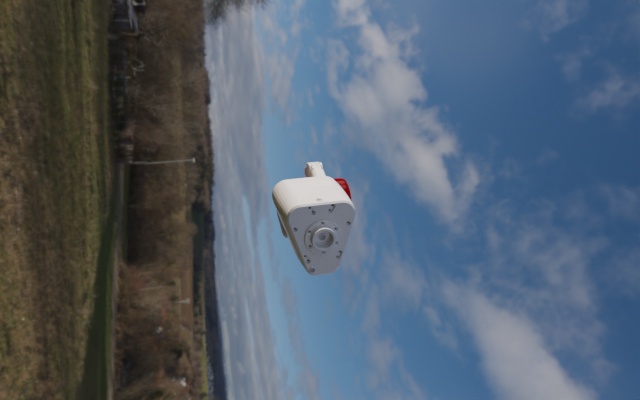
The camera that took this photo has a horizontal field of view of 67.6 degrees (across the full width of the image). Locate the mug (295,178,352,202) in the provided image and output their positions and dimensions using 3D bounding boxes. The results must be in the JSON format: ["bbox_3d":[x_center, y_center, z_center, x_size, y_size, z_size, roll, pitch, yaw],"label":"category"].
[{"bbox_3d":[0.000,0.002,0.787,0.081,0.093,0.117,-5,22,-12],"label":"mug"}]
